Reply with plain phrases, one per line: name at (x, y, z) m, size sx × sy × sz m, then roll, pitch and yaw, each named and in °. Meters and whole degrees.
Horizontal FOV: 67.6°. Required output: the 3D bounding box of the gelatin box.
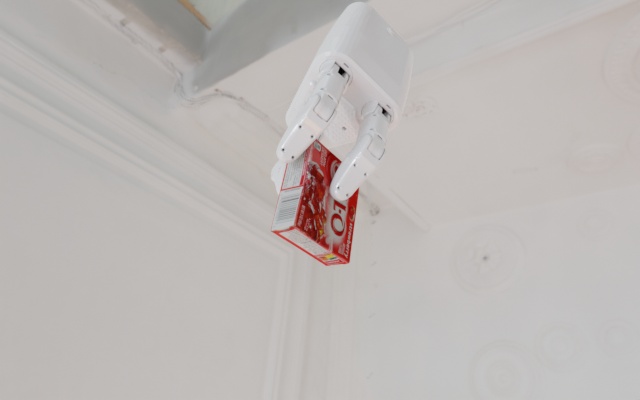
gelatin box at (0.000, 0.002, 0.410) m, size 0.030 × 0.089 × 0.073 m, roll -14°, pitch -37°, yaw 37°
